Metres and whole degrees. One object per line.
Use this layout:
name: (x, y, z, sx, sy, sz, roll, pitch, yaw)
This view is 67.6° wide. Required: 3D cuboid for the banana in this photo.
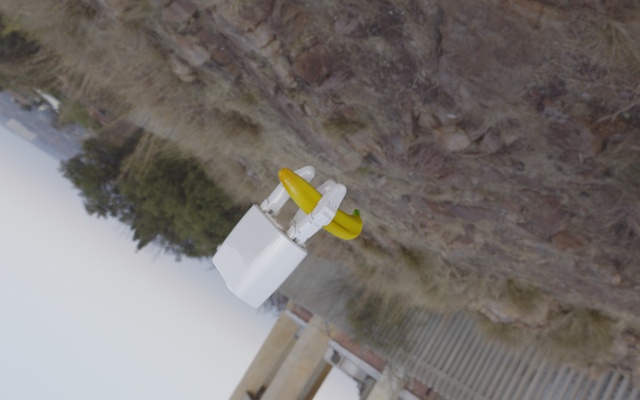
banana: (0.010, 0.016, 0.690, 0.198, 0.037, 0.069, 32, 19, -49)
